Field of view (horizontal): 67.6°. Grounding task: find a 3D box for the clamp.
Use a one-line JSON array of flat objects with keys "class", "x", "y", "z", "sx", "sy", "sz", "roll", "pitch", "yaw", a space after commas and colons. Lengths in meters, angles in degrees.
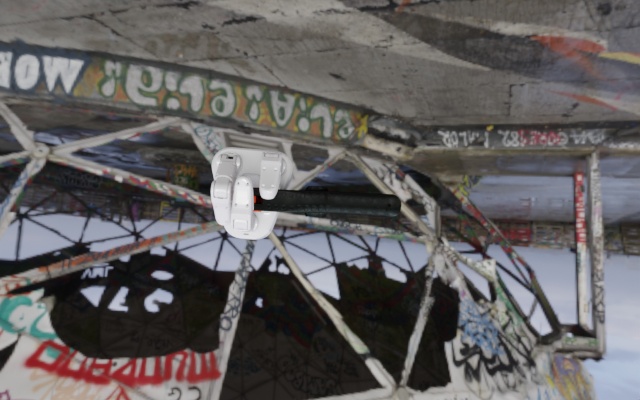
[{"class": "clamp", "x": 0.000, "y": 0.002, "z": 0.564, "sx": 0.171, "sy": 0.039, "sz": 0.120, "roll": 5, "pitch": -6, "yaw": -2}]
